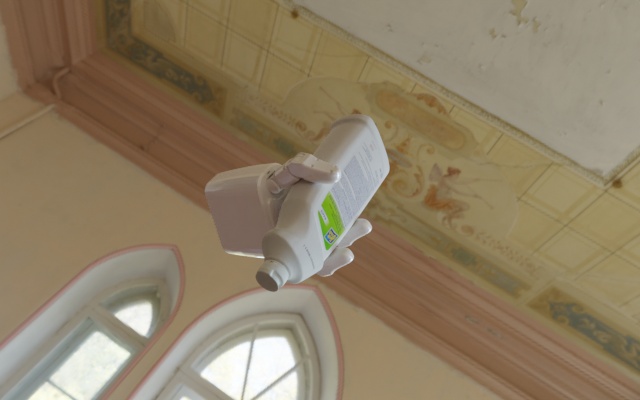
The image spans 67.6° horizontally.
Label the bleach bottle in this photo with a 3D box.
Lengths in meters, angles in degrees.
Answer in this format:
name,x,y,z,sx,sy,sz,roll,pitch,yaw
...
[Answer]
name,x,y,z,sx,sy,sz,roll,pitch,yaw
bleach bottle,0.000,0.002,0.565,0.068,0.103,0.250,-3,35,37
